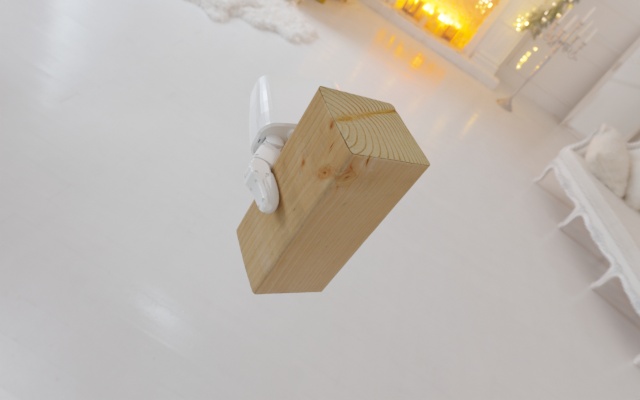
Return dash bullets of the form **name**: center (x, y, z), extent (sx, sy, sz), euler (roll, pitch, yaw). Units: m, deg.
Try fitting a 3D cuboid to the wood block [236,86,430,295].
- **wood block**: center (0.000, 0.001, 0.481), extent (0.091, 0.090, 0.206), euler (6, -44, -33)
